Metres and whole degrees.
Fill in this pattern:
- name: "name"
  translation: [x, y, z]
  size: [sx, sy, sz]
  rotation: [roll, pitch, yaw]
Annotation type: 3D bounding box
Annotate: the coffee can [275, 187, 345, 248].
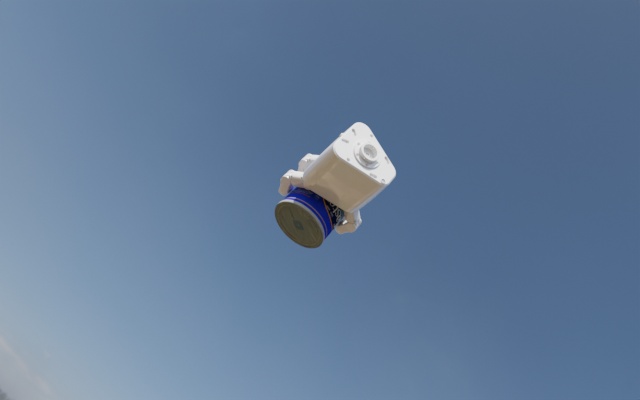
- name: "coffee can"
  translation: [0.000, 0.003, 0.859]
  size: [0.103, 0.103, 0.140]
  rotation: [0, 36, 43]
